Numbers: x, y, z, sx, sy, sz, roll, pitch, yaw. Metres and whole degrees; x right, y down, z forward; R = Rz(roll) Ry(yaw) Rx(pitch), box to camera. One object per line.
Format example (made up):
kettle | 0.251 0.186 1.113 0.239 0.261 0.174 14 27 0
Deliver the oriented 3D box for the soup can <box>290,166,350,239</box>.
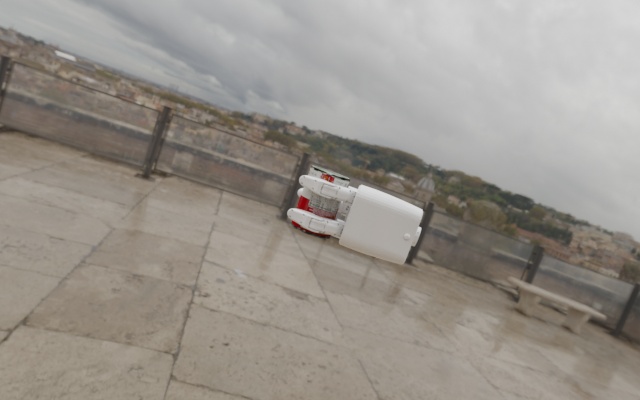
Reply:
soup can | 0.000 0.002 0.766 0.068 0.102 0.068 19 7 -2
